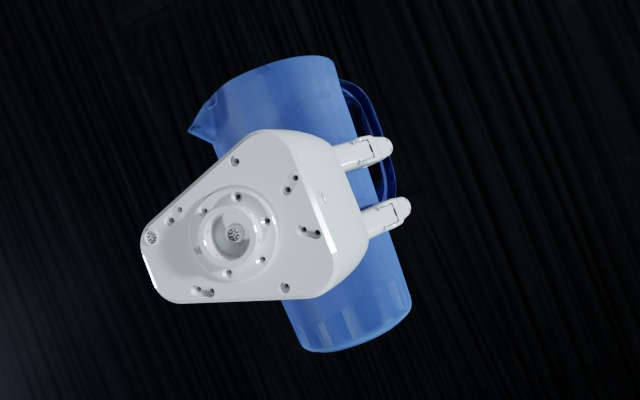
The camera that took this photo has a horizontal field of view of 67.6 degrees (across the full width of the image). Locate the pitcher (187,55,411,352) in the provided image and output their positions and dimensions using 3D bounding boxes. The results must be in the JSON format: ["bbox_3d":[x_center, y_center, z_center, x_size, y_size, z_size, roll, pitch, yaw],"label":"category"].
[{"bbox_3d":[0.000,0.001,0.442,0.149,0.243,0.145,-22,-2,12],"label":"pitcher"}]
